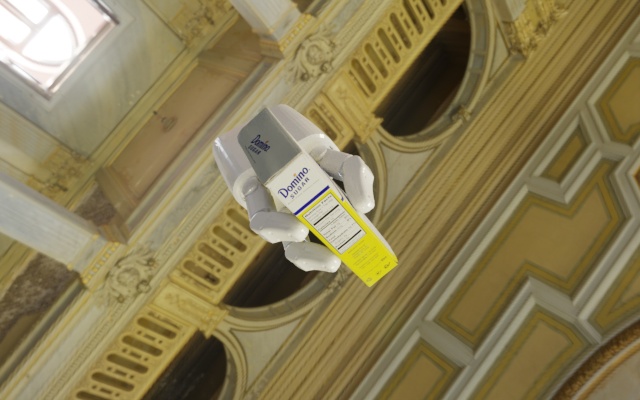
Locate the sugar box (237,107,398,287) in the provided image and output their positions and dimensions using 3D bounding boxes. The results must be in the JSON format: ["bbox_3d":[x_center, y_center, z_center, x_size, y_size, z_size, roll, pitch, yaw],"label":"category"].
[{"bbox_3d":[0.000,0.002,0.443,0.176,0.048,0.093,44,6,-39],"label":"sugar box"}]
